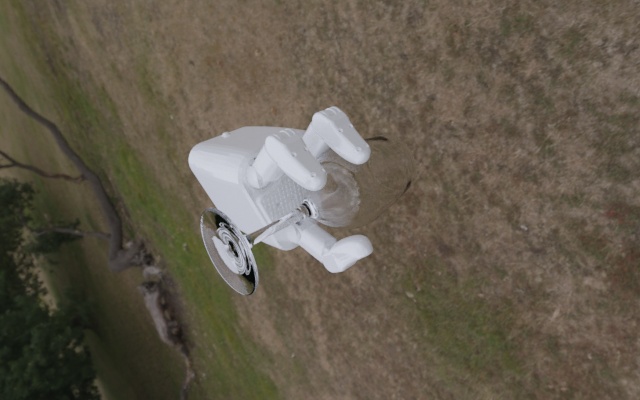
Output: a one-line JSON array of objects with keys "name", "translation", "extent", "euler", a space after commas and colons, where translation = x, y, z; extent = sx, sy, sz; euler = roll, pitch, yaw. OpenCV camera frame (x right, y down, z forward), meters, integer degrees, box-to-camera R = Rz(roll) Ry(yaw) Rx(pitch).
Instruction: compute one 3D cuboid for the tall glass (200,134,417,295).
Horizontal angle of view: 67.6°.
[{"name": "tall glass", "translation": [0.000, 0.002, 0.422], "extent": [0.201, 0.079, 0.079], "euler": [-28, 17, -35]}]
